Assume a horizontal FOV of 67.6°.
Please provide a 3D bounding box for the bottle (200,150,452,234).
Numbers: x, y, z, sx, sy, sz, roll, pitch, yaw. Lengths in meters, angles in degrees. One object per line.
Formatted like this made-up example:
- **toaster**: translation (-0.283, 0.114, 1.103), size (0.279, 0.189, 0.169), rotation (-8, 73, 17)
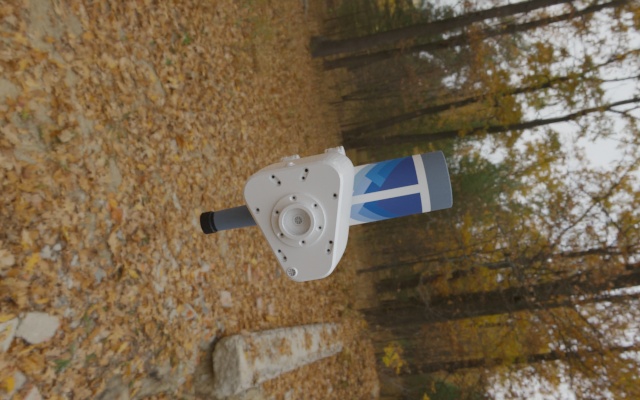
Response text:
- **bottle**: translation (0.000, 0.002, 0.566), size (0.296, 0.069, 0.069), rotation (-11, -2, 8)
